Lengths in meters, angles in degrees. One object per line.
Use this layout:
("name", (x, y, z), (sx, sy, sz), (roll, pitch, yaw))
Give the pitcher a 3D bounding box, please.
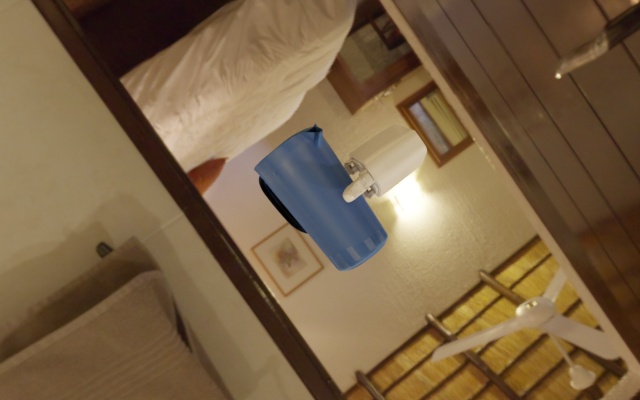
("pitcher", (0.000, 0.003, 0.835), (0.145, 0.243, 0.149), (-36, 2, -3))
